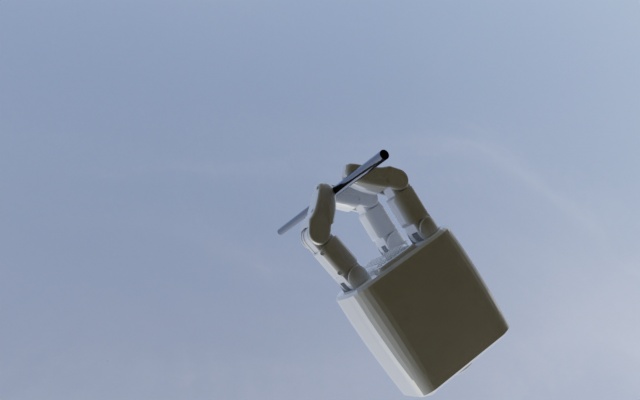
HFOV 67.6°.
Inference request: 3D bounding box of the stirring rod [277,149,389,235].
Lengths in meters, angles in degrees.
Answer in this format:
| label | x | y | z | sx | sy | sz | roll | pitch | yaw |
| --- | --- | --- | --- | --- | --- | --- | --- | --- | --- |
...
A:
| label | x | y | z | sx | sy | sz | roll | pitch | yaw |
| --- | --- | --- | --- | --- | --- | --- | --- | --- | --- |
| stirring rod | 0.000 | 0.002 | 0.455 | 0.011 | 0.011 | 0.239 | 0 | -17 | -24 |
